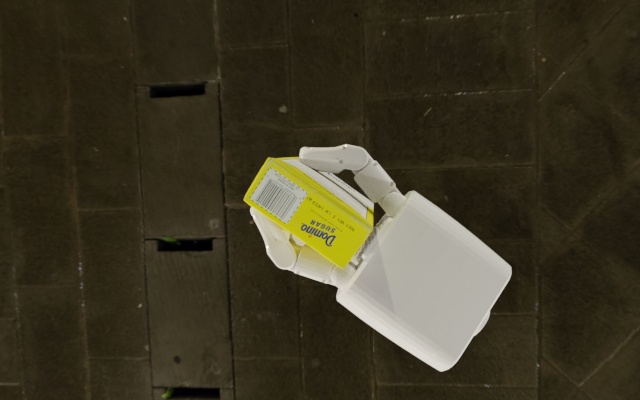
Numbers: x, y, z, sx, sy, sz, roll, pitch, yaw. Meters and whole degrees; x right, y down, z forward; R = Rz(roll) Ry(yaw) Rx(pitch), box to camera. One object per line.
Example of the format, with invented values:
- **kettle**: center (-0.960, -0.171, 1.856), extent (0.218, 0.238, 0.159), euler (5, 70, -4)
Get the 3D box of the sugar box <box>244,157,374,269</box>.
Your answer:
- **sugar box**: center (0.000, 0.002, 0.430), extent (0.093, 0.048, 0.176), euler (35, 6, 3)
